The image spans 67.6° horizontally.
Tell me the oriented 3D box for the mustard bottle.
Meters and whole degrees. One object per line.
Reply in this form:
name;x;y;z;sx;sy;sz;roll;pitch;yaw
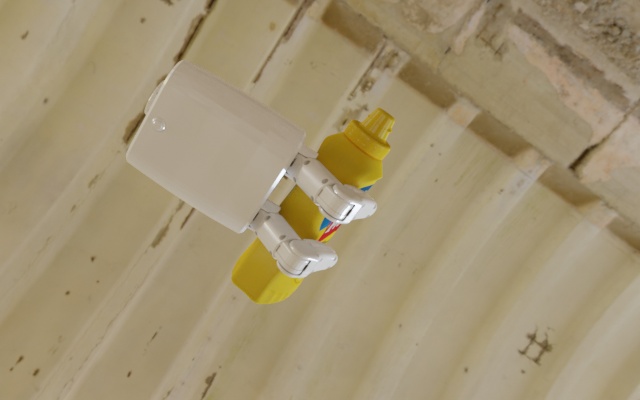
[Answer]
mustard bottle;0.000;0.002;0.421;0.058;0.192;0.096;40;19;12
